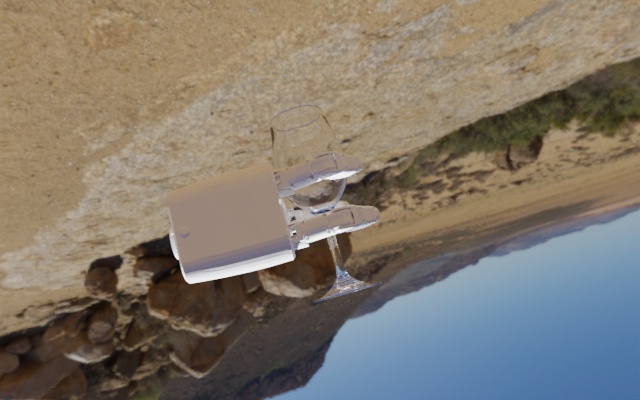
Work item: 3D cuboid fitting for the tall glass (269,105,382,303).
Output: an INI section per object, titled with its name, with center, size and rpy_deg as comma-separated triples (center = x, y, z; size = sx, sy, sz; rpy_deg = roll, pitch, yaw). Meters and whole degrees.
[tall glass]
center = 0.000, 0.002, 0.512
size = 0.079, 0.201, 0.079
rpy_deg = -15, -11, -3
